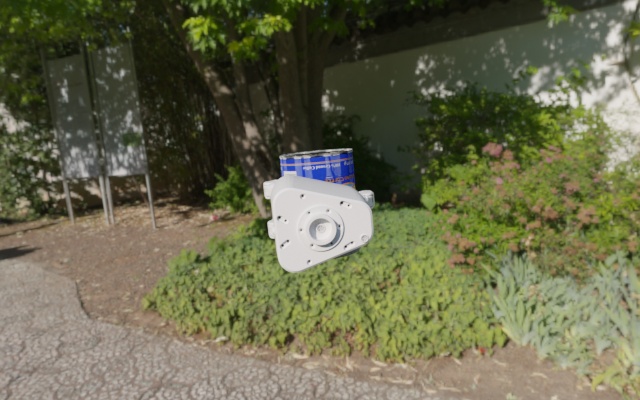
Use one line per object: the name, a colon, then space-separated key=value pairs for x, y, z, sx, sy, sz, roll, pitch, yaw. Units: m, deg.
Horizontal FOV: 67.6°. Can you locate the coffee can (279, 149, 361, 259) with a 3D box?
coffee can: x=0.000 y=0.002 z=0.670 sx=0.103 sy=0.140 sz=0.103 roll=-5 pitch=9 yaw=1
